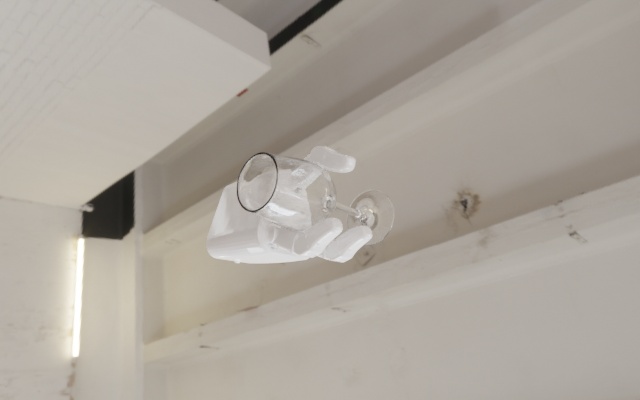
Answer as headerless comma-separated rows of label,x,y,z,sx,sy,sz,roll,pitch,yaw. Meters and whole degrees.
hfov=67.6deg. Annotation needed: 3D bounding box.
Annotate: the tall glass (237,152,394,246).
tall glass,0.001,0.002,0.550,0.079,0.079,0.201,0,-12,41
